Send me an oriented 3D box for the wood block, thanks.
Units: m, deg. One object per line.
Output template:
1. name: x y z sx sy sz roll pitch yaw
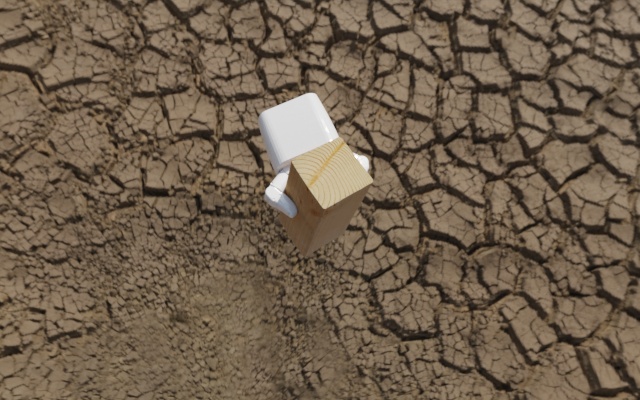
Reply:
1. wood block: 0.000 0.002 0.769 0.091 0.090 0.206 -28 -18 -21
